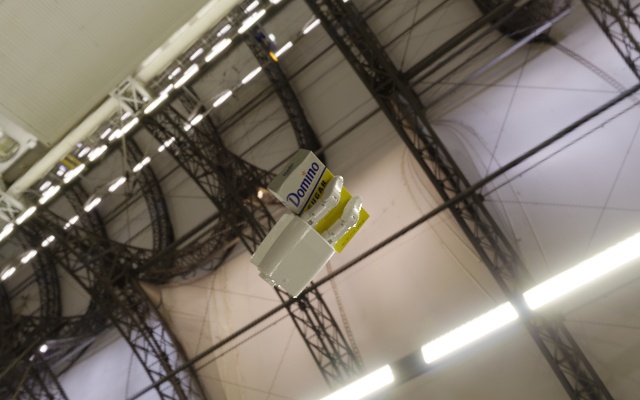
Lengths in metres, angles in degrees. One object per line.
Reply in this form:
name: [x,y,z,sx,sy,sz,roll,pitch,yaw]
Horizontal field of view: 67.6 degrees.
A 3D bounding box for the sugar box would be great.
sugar box: [0.000,0.003,0.831,0.176,0.093,0.048,45,-12,-31]
